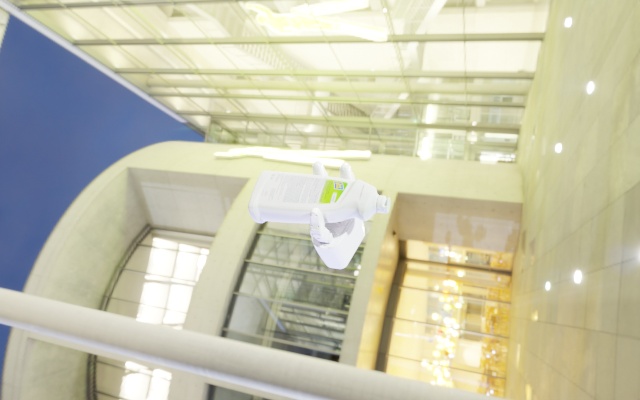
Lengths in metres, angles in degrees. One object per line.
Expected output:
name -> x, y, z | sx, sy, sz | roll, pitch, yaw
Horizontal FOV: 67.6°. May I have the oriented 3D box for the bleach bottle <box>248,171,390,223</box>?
bleach bottle -> 0.000, 0.003, 0.878 | 0.251, 0.102, 0.068 | 6, -31, 19
